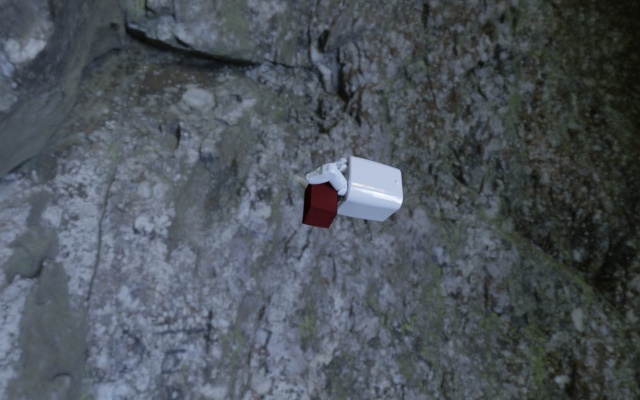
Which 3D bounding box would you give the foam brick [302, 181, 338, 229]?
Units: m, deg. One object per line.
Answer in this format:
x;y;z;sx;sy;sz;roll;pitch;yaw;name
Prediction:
0.000;0.003;0.866;0.051;0.078;0.053;14;-40;-13;foam brick
